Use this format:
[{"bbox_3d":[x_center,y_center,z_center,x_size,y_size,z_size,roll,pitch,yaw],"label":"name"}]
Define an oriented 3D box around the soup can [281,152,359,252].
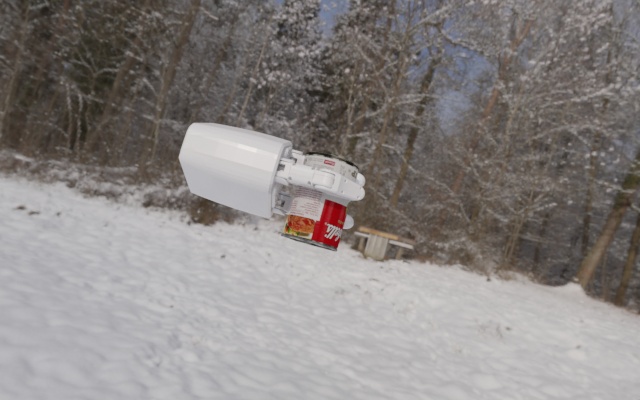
[{"bbox_3d":[0.001,0.002,0.559,0.068,0.102,0.068,16,-7,2],"label":"soup can"}]
